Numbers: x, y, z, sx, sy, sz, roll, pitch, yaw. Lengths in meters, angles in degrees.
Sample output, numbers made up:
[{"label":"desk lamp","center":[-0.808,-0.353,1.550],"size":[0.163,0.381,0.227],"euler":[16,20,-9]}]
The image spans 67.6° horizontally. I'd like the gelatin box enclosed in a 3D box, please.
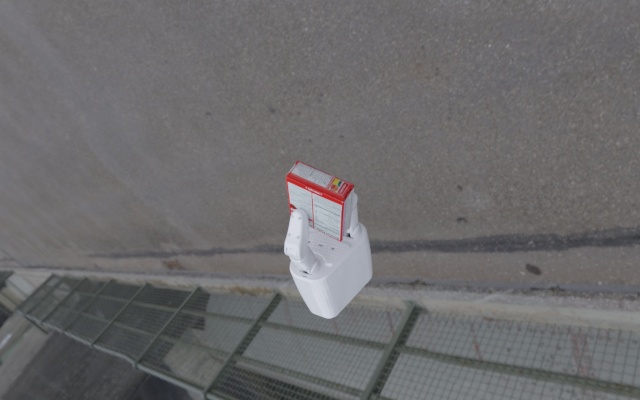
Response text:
[{"label":"gelatin box","center":[0.000,0.002,0.556],"size":[0.073,0.030,0.089],"euler":[25,-30,17]}]
